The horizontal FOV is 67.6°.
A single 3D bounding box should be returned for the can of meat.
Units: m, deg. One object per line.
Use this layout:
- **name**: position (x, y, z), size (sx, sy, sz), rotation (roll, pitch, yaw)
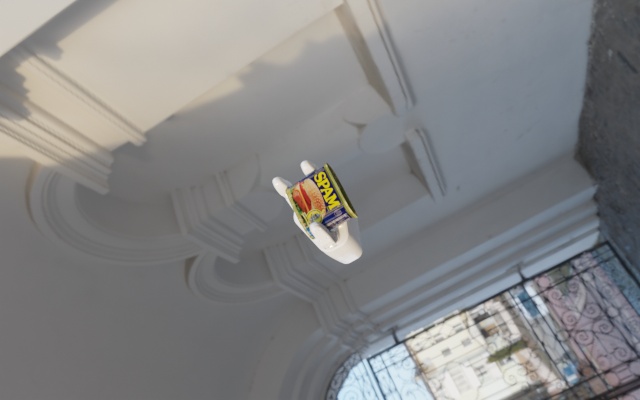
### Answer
- **can of meat**: position (0.000, 0.003, 0.791), size (0.084, 0.102, 0.057), rotation (-30, -25, 9)
